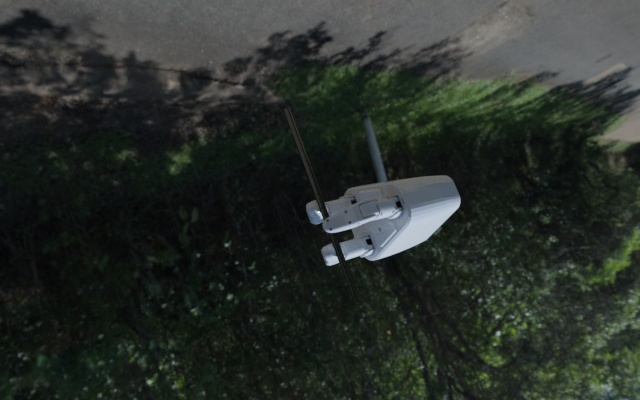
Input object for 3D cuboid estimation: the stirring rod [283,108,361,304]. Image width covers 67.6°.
[{"bbox_3d":[0.000,0.002,0.549,0.011,0.239,0.011,-19,-11,-4],"label":"stirring rod"}]
